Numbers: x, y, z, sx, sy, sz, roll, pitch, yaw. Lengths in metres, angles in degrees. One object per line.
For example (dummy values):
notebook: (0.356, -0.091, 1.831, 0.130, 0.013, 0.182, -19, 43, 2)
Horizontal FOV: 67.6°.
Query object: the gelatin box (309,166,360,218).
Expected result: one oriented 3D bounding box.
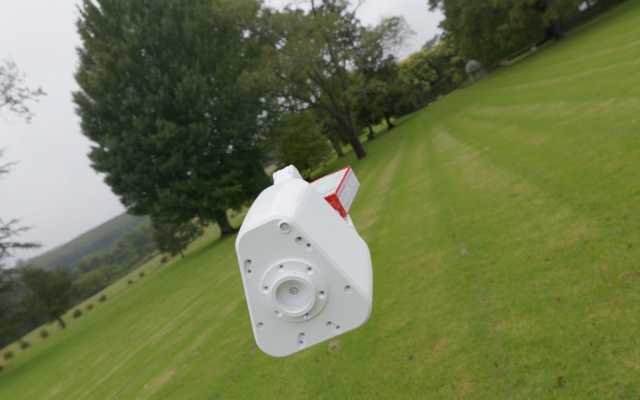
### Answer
gelatin box: (0.000, 0.001, 0.525, 0.073, 0.030, 0.089, -23, 16, 22)
